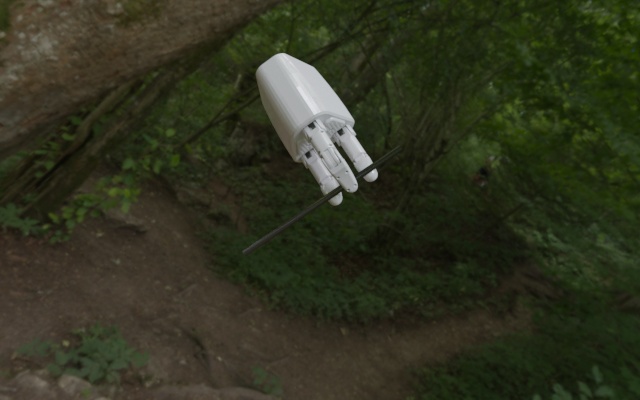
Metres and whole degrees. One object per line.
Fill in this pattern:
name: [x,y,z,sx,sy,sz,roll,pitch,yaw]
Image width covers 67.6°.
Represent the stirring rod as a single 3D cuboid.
stirring rod: [0.000,0.002,0.603,0.239,0.011,0.011,-34,-5,7]
